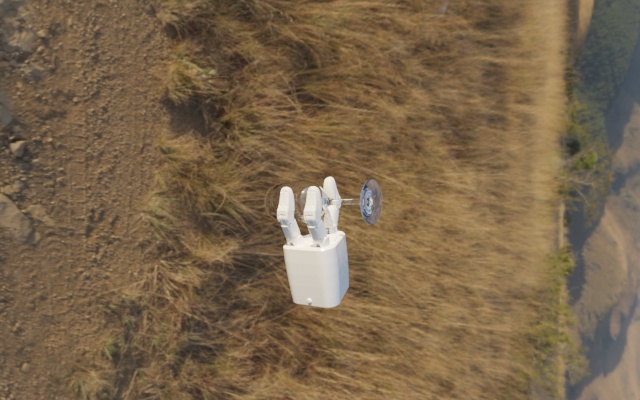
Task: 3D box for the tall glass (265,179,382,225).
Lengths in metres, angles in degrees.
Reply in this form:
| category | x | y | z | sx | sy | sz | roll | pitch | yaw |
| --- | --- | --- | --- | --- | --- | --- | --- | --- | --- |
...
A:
| category | x | y | z | sx | sy | sz | roll | pitch | yaw |
| --- | --- | --- | --- | --- | --- | --- | --- | --- | --- |
| tall glass | 0.001 | 0.003 | 0.823 | 0.201 | 0.079 | 0.079 | 0 | 0 | 33 |
